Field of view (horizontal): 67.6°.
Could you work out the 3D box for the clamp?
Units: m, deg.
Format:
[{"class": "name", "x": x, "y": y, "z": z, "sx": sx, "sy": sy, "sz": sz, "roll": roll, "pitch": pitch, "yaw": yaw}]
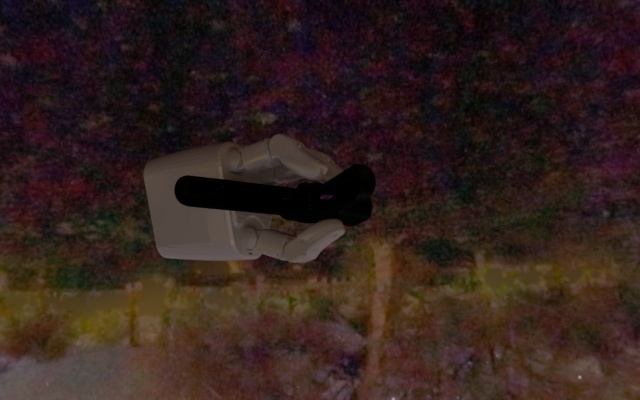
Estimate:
[{"class": "clamp", "x": 0.000, "y": 0.002, "z": 0.434, "sx": 0.164, "sy": 0.036, "sz": 0.210, "roll": -2, "pitch": -9, "yaw": 28}]
